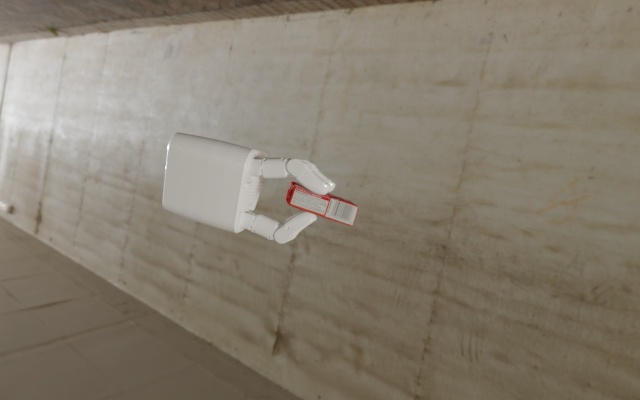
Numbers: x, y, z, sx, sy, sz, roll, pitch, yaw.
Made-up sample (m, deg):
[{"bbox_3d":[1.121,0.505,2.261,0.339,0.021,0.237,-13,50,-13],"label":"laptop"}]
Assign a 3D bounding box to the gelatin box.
[{"bbox_3d":[0.000,0.003,0.626,0.089,0.030,0.073,19,3,-7],"label":"gelatin box"}]
